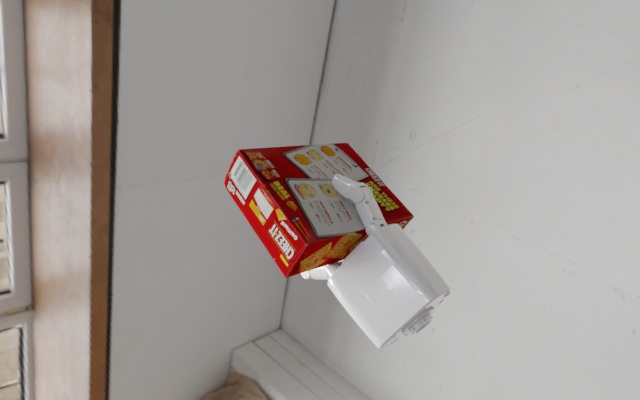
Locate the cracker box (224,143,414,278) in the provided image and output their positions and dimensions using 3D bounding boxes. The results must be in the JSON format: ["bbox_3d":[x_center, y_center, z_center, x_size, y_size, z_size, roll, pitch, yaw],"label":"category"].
[{"bbox_3d":[0.000,0.002,0.653,0.213,0.164,0.072,-10,-37,-45],"label":"cracker box"}]
